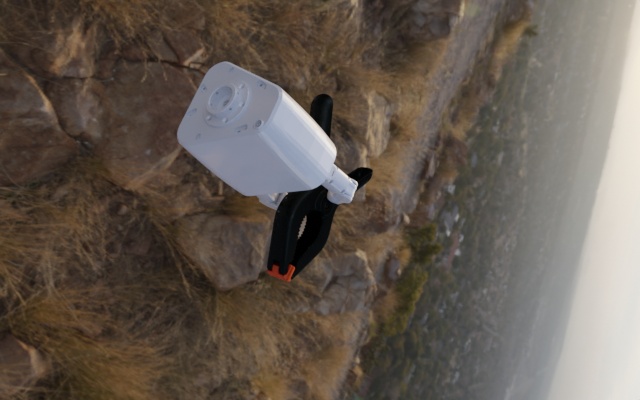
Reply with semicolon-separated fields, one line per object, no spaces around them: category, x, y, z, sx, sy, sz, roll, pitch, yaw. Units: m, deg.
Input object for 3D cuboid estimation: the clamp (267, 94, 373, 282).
clamp;0.000;0.002;0.580;0.036;0.210;0.165;12;-17;34
